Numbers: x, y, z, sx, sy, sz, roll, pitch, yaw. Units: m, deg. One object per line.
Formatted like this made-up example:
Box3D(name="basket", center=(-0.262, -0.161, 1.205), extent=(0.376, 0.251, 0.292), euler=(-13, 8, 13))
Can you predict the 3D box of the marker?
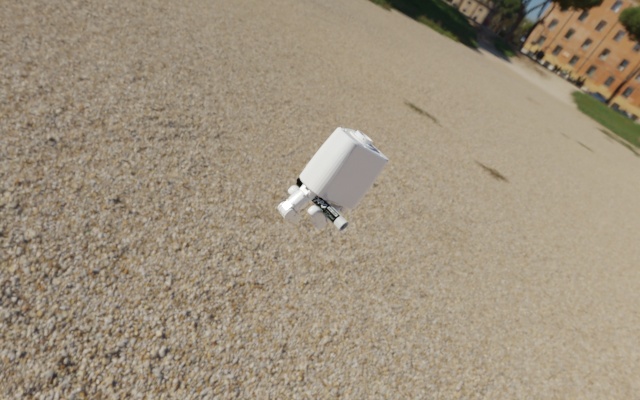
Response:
Box3D(name="marker", center=(0.000, 0.003, 0.784), extent=(0.121, 0.020, 0.020), euler=(46, 25, 27))
